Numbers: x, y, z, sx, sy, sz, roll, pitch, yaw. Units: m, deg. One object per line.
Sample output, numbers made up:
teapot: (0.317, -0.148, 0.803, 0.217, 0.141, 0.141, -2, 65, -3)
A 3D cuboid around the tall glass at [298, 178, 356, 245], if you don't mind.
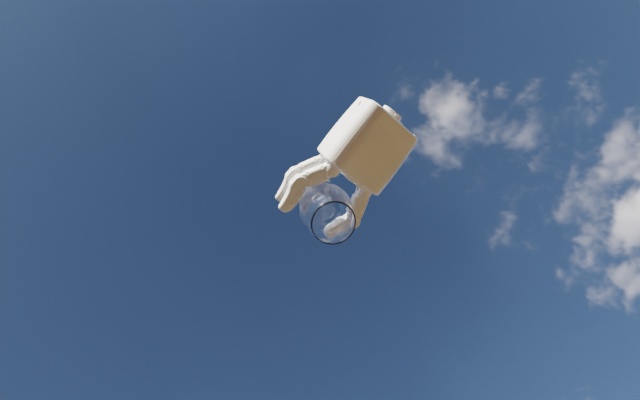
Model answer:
tall glass: (0.000, 0.002, 0.729, 0.079, 0.079, 0.201, 0, 17, -11)
